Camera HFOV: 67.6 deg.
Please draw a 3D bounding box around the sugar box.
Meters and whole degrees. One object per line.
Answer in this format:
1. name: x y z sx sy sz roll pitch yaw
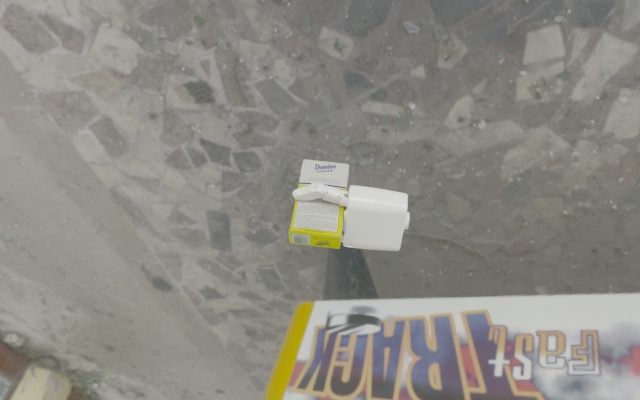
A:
1. sugar box: 0.000 0.003 0.892 0.093 0.176 0.048 7 -41 4
